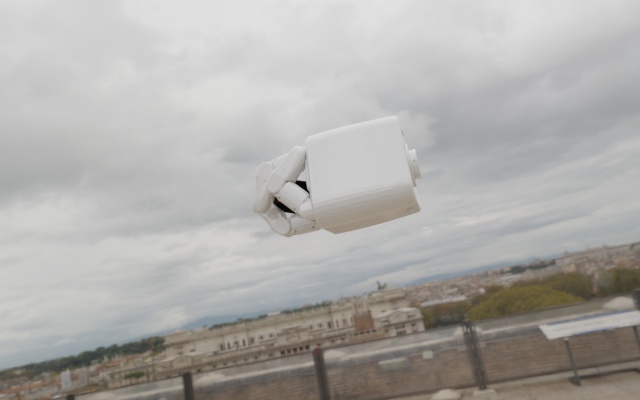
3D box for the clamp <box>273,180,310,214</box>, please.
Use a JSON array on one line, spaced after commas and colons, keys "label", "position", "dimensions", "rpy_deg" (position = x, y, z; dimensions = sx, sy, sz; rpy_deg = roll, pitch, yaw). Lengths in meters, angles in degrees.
[{"label": "clamp", "position": [0.000, 0.001, 0.627], "dimensions": [0.120, 0.039, 0.171], "rpy_deg": [-14, -13, 13]}]
